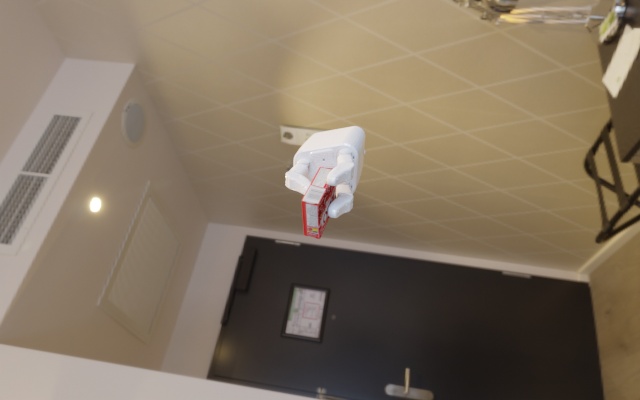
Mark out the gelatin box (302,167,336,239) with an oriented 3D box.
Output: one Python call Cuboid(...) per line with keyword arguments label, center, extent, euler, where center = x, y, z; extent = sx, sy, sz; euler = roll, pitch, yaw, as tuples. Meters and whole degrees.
Cuboid(label="gelatin box", center=(0.000, 0.003, 0.740), extent=(0.030, 0.073, 0.089), euler=(12, 43, 14))
